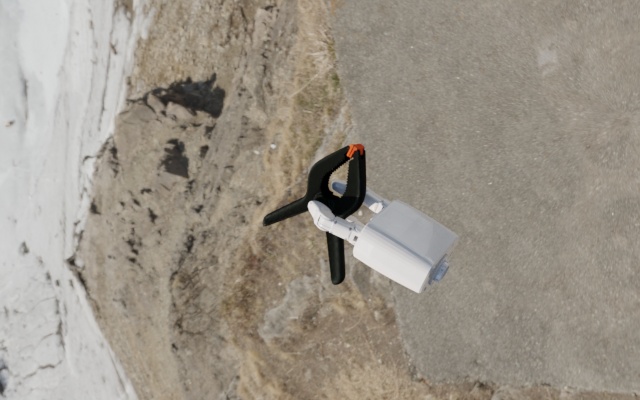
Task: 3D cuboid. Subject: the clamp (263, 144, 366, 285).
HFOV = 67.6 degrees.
[{"bbox_3d":[0.000,0.002,0.718,0.164,0.210,0.036,30,23,22],"label":"clamp"}]
